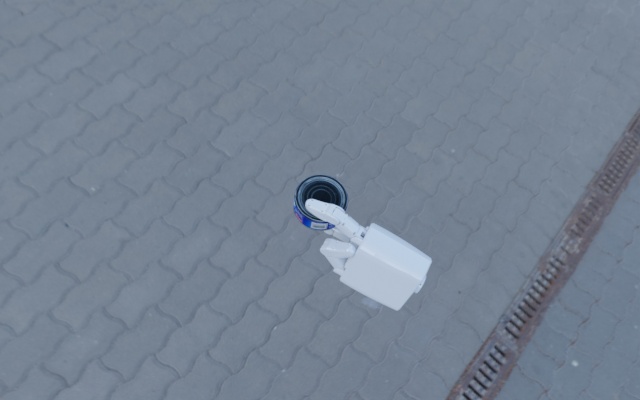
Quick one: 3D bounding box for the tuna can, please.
[{"bbox_3d":[0.000,0.002,0.752,0.086,0.086,0.034,0,-27,-7],"label":"tuna can"}]
